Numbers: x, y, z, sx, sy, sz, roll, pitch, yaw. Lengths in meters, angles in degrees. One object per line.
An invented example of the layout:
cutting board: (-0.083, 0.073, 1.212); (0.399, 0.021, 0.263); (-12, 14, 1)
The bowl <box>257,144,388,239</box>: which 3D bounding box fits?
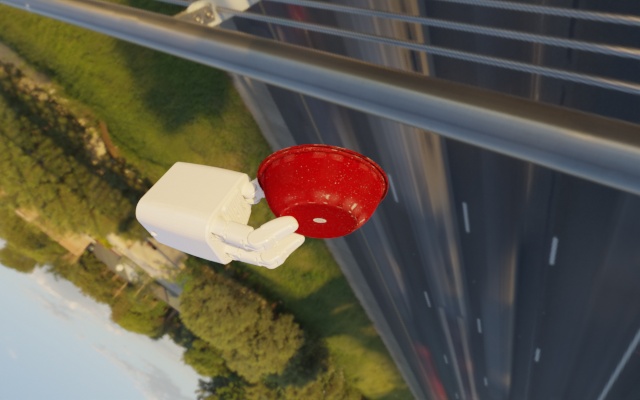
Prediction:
bowl: (0.001, 0.002, 0.572); (0.162, 0.055, 0.162); (4, -30, 2)
